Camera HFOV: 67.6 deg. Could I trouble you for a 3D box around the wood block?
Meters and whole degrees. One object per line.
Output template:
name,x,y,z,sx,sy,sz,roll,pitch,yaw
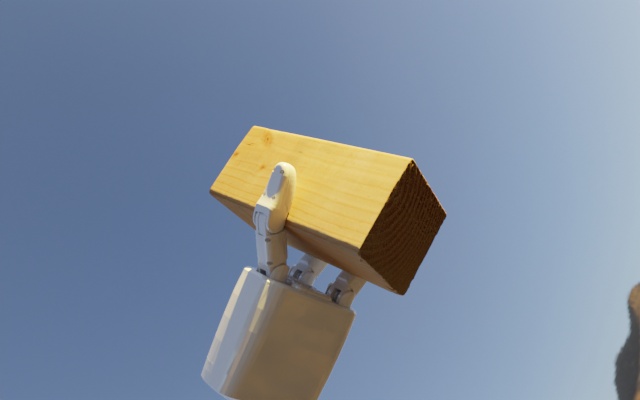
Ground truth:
wood block,0.000,0.002,0.461,0.206,0.090,0.091,18,-20,42
